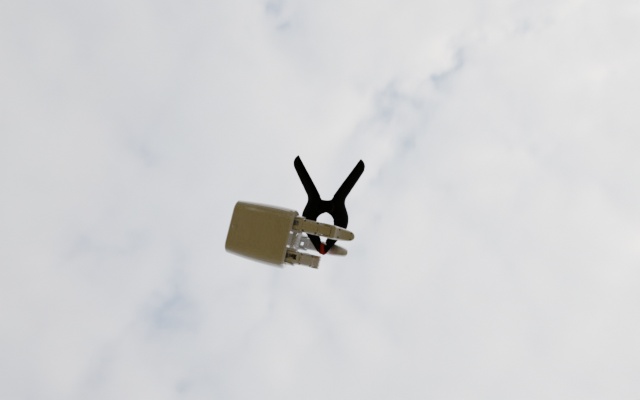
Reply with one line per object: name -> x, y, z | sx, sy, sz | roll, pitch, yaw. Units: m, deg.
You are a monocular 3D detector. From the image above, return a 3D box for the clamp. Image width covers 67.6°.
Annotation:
clamp -> 0.000, 0.003, 0.806 | 0.120, 0.171, 0.039 | 12, -5, 11
